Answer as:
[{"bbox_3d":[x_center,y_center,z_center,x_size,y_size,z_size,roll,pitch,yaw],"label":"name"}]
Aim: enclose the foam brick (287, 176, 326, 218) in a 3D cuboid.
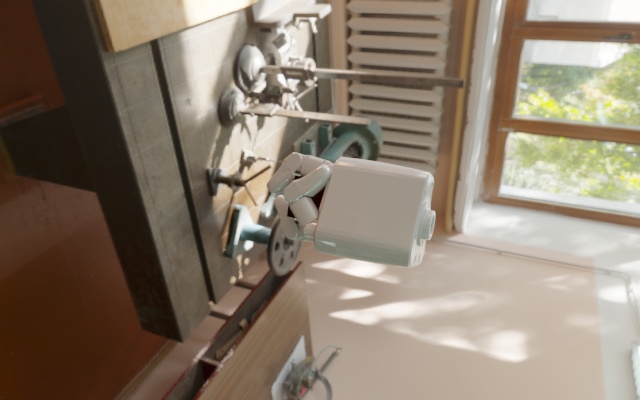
[{"bbox_3d":[0.000,0.002,0.596,0.051,0.053,0.078,10,-1,21],"label":"foam brick"}]
